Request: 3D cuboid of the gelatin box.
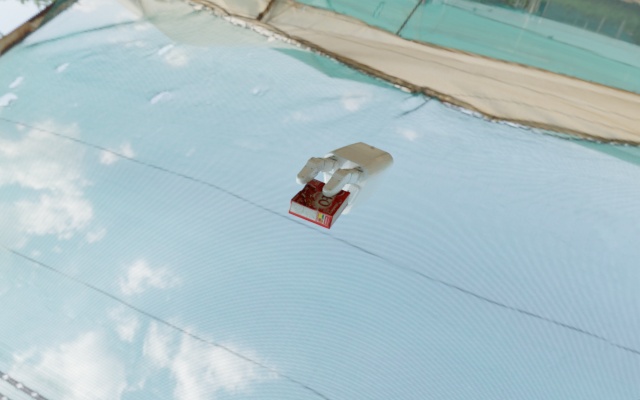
[{"bbox_3d":[0.000,0.003,0.775,0.073,0.030,0.089,22,34,14],"label":"gelatin box"}]
